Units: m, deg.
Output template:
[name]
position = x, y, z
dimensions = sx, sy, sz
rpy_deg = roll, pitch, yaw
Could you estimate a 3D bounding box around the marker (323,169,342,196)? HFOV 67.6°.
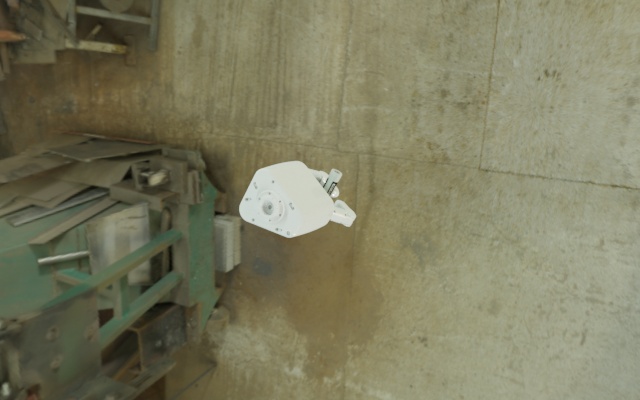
[marker]
position = 0.000, 0.003, 0.799
dimensions = 0.020, 0.121, 0.020
rpy_deg = 25, 21, -10
